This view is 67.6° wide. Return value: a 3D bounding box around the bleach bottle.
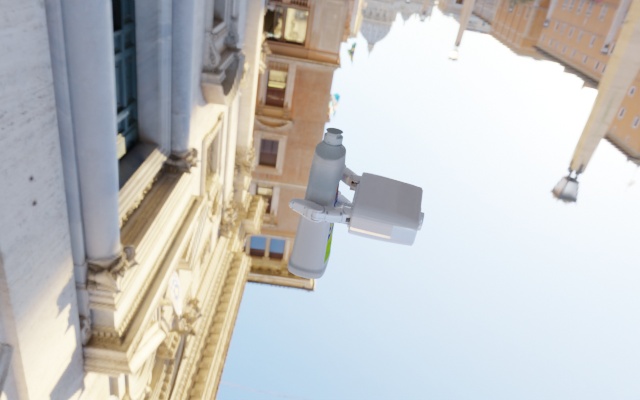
[{"bbox_3d":[0.000,0.003,0.802,0.068,0.251,0.102,14,28,6],"label":"bleach bottle"}]
